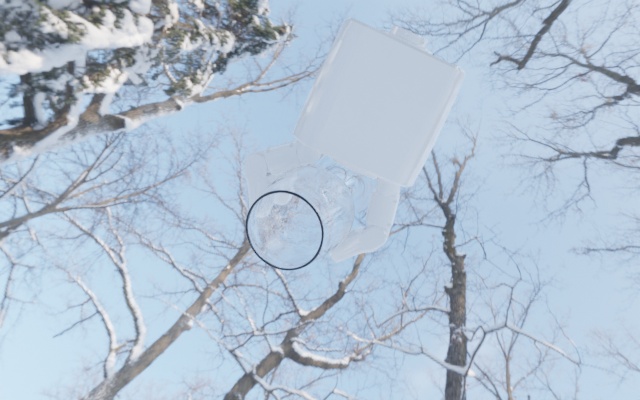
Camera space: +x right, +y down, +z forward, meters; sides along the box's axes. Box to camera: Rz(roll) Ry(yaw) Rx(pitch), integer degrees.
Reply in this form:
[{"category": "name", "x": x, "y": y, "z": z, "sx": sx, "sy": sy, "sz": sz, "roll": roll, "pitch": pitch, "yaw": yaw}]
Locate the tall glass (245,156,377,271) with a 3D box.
[{"category": "tall glass", "x": 0.000, "y": 0.001, "z": 0.443, "sx": 0.079, "sy": 0.079, "sz": 0.201, "roll": 0, "pitch": 13, "yaw": 16}]
